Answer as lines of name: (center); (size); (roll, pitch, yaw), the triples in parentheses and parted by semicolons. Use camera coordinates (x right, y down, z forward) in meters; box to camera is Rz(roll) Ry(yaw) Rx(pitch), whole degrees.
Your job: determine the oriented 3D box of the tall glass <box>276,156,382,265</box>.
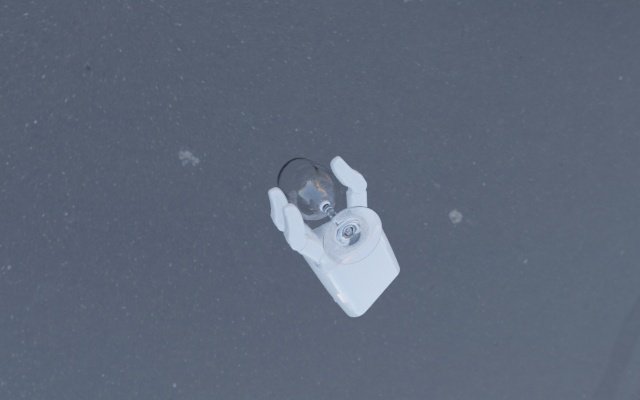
tall glass: (0.000, 0.002, 0.625); (0.079, 0.079, 0.201); (0, 23, -24)
